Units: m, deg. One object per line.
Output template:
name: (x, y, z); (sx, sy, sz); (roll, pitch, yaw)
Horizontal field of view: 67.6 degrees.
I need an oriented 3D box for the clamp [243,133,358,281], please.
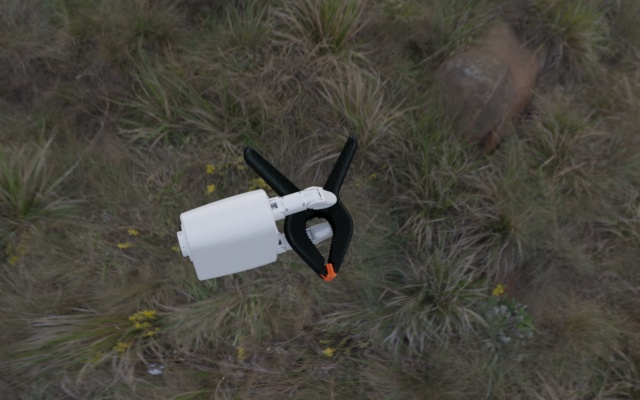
clamp: (0.000, 0.002, 0.655); (0.164, 0.210, 0.036); (-16, -16, -13)
